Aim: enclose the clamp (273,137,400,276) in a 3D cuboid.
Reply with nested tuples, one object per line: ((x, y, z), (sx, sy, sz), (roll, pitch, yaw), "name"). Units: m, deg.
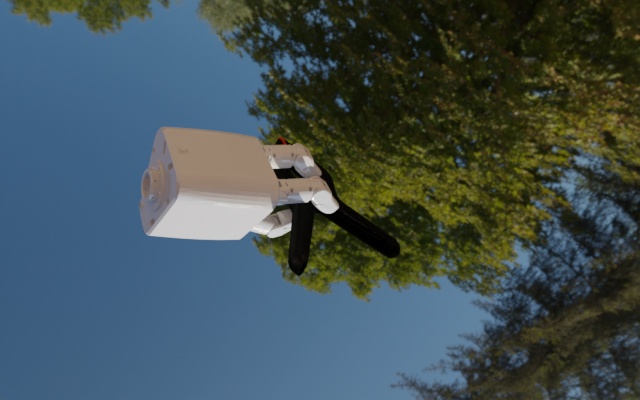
((-0.001, 0.002, 0.593), (0.164, 0.209, 0.036), (4, -46, -37), "clamp")
